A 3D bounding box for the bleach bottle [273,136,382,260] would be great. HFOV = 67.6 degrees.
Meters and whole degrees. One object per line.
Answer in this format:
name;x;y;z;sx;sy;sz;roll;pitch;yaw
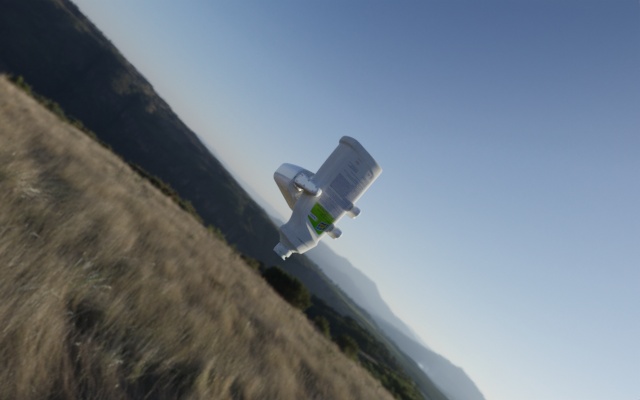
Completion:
bleach bottle;0.000;0.003;0.897;0.103;0.251;0.068;45;-6;-26
